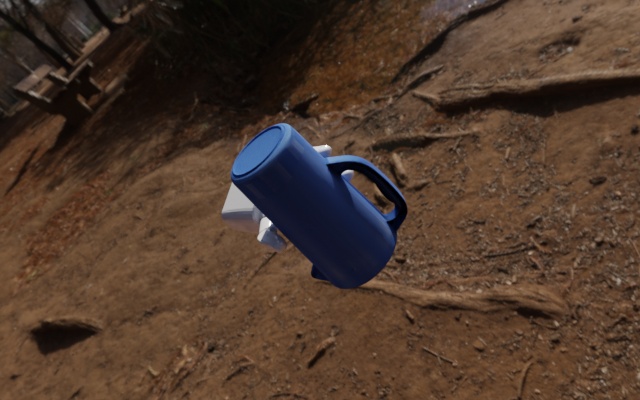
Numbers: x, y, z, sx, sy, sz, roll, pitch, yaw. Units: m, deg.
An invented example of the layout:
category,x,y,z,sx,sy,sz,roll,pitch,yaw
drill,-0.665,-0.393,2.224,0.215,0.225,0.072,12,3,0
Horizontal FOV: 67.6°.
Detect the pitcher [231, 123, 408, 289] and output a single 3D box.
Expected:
category,x,y,z,sx,sy,sz,roll,pitch,yaw
pitcher,0.000,0.002,0.679,0.145,0.149,0.243,-1,-39,51
